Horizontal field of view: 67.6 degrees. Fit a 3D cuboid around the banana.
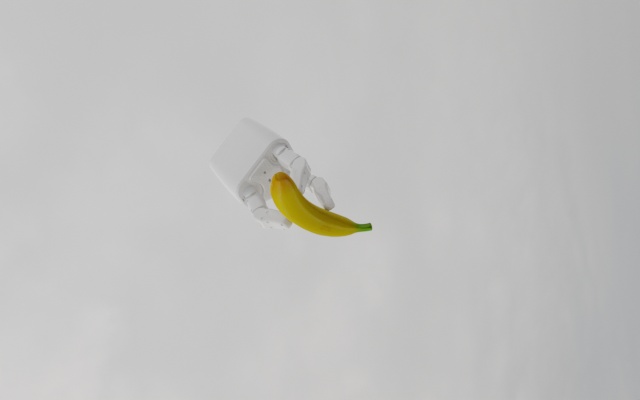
[{"bbox_3d":[-0.012,0.012,0.642,0.070,0.037,0.198,-32,-37,27],"label":"banana"}]
